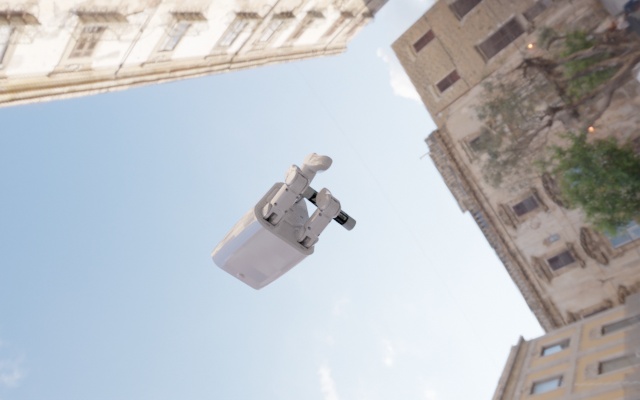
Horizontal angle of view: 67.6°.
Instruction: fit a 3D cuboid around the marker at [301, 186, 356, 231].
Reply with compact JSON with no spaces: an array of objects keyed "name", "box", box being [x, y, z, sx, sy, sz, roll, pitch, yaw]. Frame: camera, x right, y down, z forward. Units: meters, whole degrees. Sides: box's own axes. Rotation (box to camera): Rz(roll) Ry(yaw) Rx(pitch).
[{"name":"marker","box":[0.000,0.002,0.653,0.121,0.020,0.020,37,-16,-22]}]
